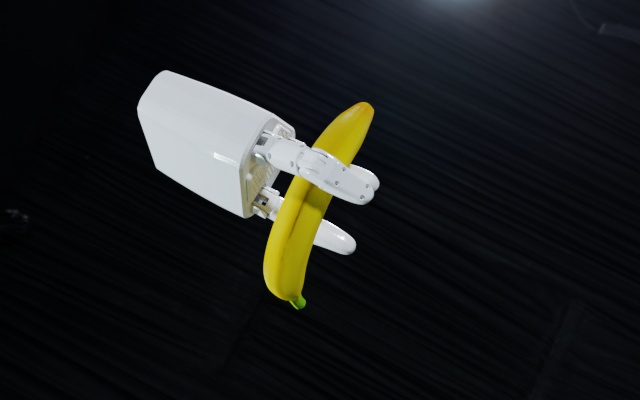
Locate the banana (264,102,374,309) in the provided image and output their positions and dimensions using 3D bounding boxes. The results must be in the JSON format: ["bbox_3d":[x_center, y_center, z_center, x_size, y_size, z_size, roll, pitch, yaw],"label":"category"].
[{"bbox_3d":[-0.007,0.005,0.407,0.037,0.198,0.069,24,9,18],"label":"banana"}]
